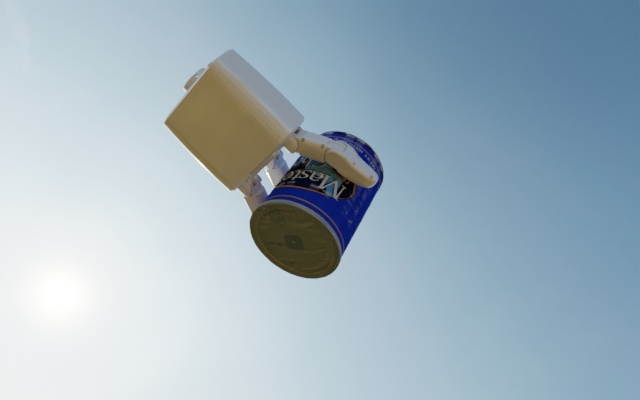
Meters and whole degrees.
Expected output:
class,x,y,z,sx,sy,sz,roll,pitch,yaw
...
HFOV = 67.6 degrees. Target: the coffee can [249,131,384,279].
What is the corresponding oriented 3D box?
class,x,y,z,sx,sy,sz,roll,pitch,yaw
coffee can,0.000,0.002,0.533,0.103,0.103,0.140,0,37,30
